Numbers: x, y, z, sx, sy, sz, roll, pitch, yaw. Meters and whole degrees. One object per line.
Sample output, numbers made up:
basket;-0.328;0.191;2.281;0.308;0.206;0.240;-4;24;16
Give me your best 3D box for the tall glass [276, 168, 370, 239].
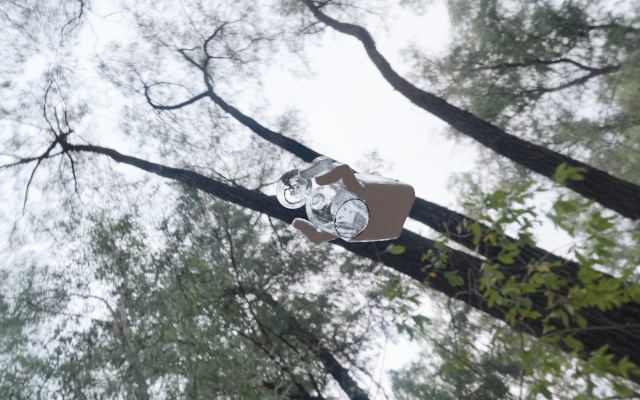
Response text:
tall glass;0.000;0.002;0.785;0.079;0.079;0.201;0;14;-29
